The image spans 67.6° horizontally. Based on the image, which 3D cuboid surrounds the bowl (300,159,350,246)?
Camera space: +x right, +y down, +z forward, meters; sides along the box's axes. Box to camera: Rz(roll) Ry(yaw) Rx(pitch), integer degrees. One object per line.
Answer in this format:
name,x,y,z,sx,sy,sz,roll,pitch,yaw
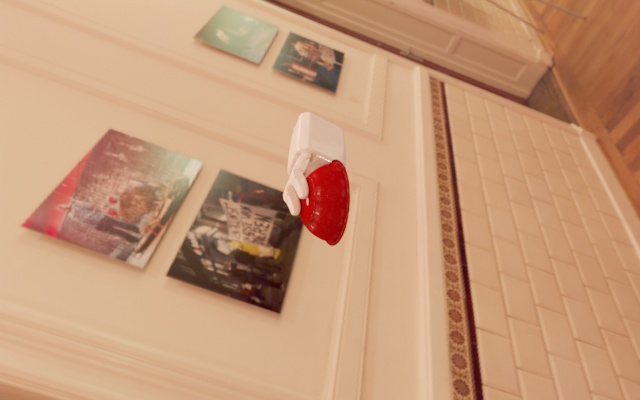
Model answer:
bowl,0.000,0.004,0.883,0.055,0.162,0.162,3,-1,-19
